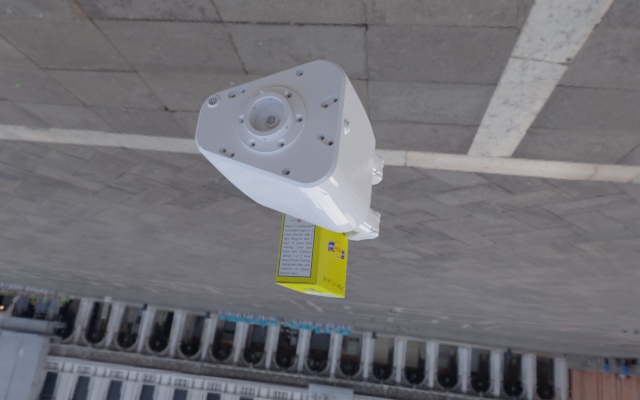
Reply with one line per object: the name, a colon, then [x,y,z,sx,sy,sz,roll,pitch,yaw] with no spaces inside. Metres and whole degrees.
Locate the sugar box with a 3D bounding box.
sugar box: [0.001,0.002,0.471,0.048,0.176,0.093,2,-16,19]
